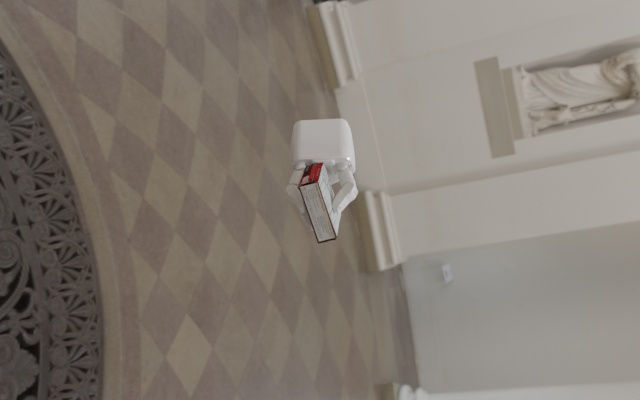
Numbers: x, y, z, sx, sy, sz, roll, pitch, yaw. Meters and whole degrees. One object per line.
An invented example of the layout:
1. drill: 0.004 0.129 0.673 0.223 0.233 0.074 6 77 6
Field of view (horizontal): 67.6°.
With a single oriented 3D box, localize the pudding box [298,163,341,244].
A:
1. pudding box: 0.000 0.003 0.817 0.039 0.113 0.090 -15 22 14
